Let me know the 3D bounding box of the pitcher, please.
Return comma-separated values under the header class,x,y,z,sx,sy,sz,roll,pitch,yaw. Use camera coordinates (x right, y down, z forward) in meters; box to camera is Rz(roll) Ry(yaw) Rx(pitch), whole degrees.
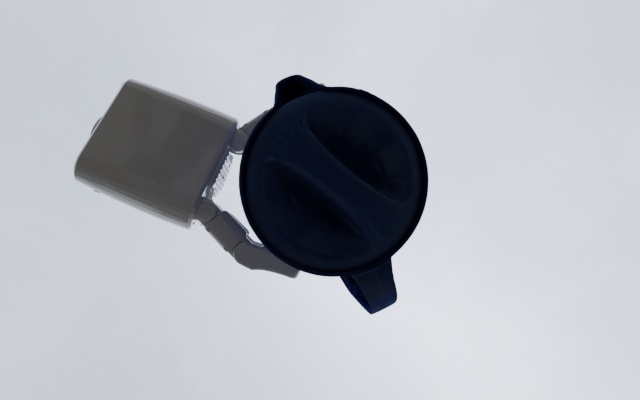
class,x,y,z,sx,sy,sz,roll,pitch,yaw
pitcher,0.000,0.001,0.442,0.145,0.149,0.243,20,-5,-6
